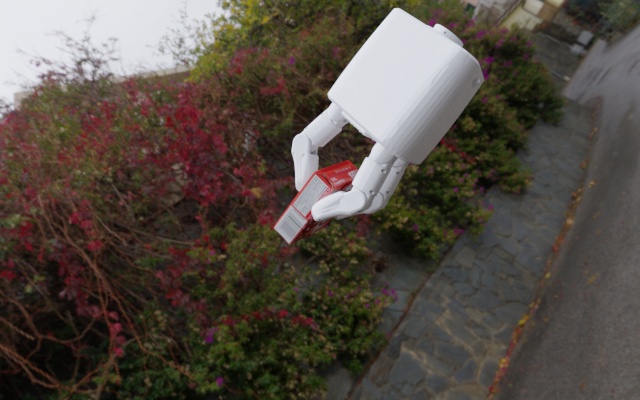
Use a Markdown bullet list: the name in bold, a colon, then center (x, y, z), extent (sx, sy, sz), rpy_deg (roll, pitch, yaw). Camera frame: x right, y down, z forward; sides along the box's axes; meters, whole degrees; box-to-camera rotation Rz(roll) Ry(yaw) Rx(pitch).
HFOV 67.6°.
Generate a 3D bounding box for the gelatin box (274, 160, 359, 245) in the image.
- **gelatin box**: center (0.000, 0.002, 0.516), extent (0.089, 0.030, 0.073), rpy_deg (-52, -16, 29)
